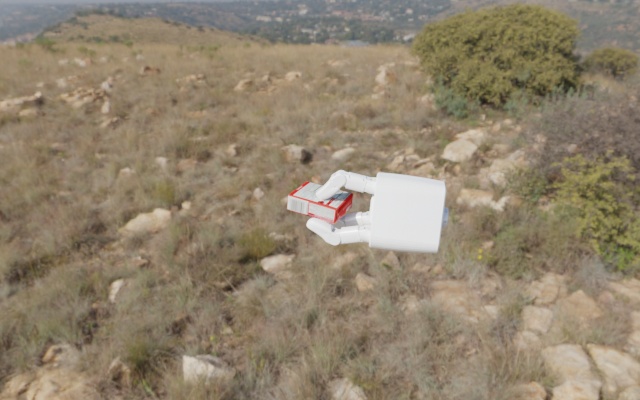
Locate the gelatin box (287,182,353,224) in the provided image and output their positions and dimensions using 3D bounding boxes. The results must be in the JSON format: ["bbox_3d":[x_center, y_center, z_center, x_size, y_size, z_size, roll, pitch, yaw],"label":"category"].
[{"bbox_3d":[0.000,0.002,0.784,0.089,0.030,0.073,16,26,18],"label":"gelatin box"}]
